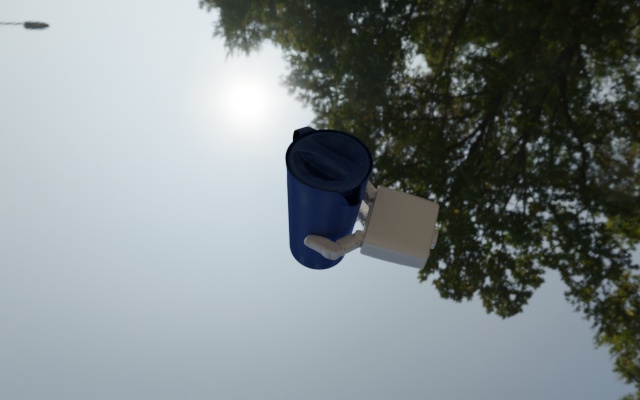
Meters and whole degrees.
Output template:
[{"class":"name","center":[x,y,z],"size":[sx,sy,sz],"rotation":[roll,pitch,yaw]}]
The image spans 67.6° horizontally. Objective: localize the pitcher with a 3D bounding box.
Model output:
[{"class":"pitcher","center":[0.000,0.003,0.807],"size":[0.145,0.149,0.243],"rotation":[15,-40,6]}]
